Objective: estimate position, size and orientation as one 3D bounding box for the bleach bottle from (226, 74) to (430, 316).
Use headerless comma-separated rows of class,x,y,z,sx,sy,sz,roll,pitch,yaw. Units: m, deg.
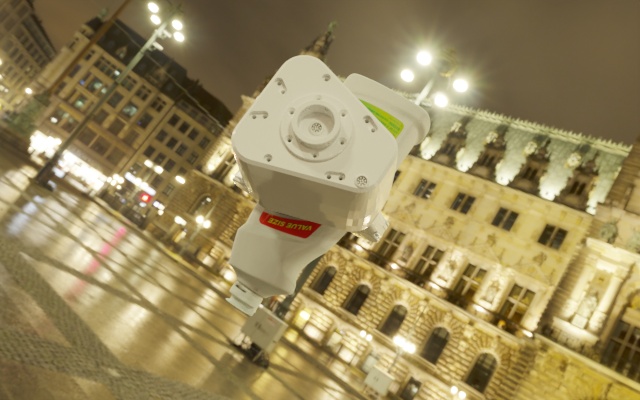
bleach bottle,0.000,0.001,0.464,0.102,0.250,0.068,32,-12,10
